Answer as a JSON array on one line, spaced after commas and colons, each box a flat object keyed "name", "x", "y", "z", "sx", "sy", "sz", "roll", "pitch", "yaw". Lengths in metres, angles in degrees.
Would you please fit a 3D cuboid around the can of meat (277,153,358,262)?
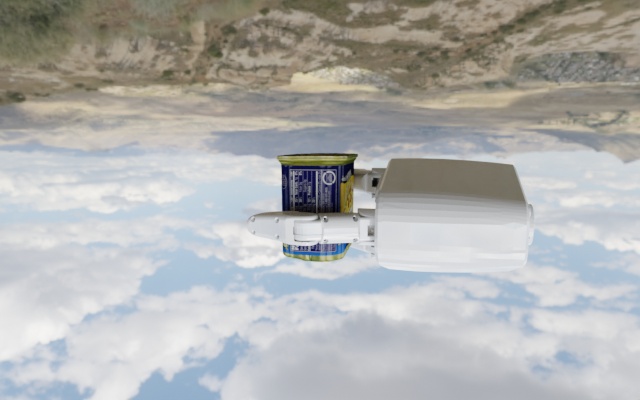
[{"name": "can of meat", "x": 0.000, "y": 0.002, "z": 0.417, "sx": 0.057, "sy": 0.084, "sz": 0.102, "roll": 1, "pitch": 7, "yaw": 11}]
